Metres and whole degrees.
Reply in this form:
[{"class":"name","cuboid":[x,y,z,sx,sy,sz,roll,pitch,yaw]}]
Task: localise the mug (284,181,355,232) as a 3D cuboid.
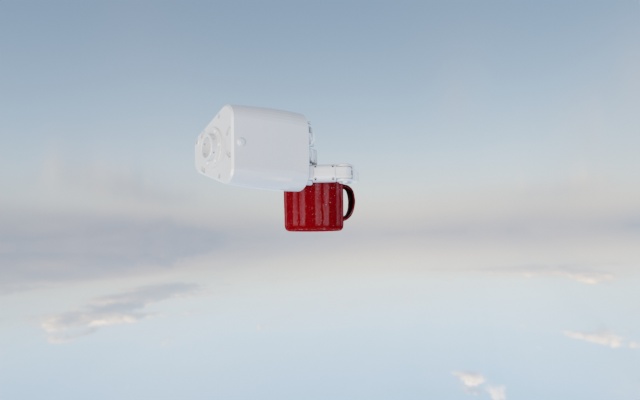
[{"class":"mug","cuboid":[0.001,0.002,0.668,0.117,0.081,0.093,3,-7,-38]}]
